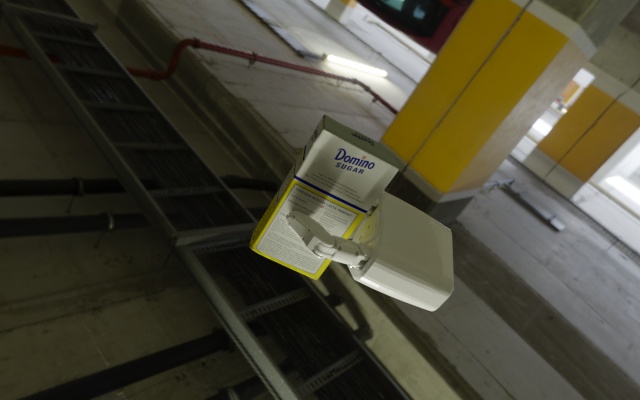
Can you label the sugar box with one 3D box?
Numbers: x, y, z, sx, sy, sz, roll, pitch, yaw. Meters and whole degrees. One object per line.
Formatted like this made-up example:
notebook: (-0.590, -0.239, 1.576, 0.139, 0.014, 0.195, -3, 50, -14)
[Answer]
sugar box: (0.000, 0.002, 0.533, 0.093, 0.176, 0.048, 27, 27, -14)
